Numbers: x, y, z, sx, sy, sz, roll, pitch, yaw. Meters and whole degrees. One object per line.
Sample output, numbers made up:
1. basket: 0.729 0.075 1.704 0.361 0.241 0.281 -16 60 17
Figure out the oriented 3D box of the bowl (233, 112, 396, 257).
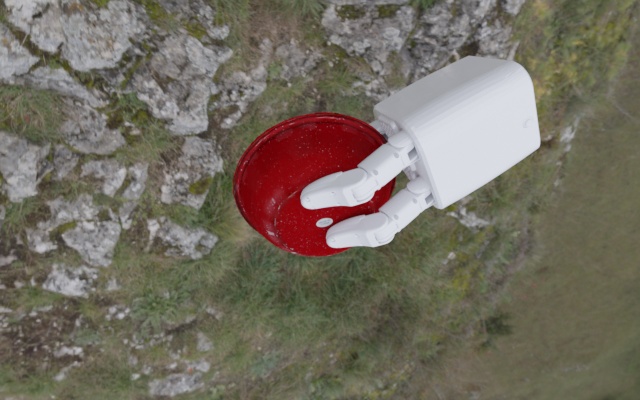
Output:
1. bowl: -0.001 0.002 0.448 0.162 0.162 0.055 0 39 -12
